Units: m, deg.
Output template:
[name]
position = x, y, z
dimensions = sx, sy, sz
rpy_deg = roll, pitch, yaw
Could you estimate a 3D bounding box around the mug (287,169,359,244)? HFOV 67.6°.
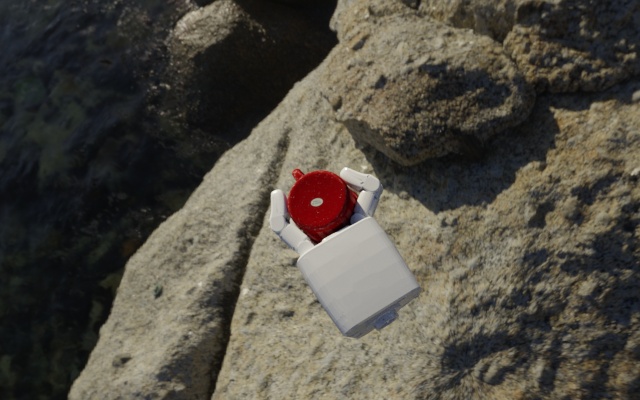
[mug]
position = -0.001, 0.001, 0.630
dimensions = 0.093, 0.117, 0.081
rpy_deg = -37, -24, 2
